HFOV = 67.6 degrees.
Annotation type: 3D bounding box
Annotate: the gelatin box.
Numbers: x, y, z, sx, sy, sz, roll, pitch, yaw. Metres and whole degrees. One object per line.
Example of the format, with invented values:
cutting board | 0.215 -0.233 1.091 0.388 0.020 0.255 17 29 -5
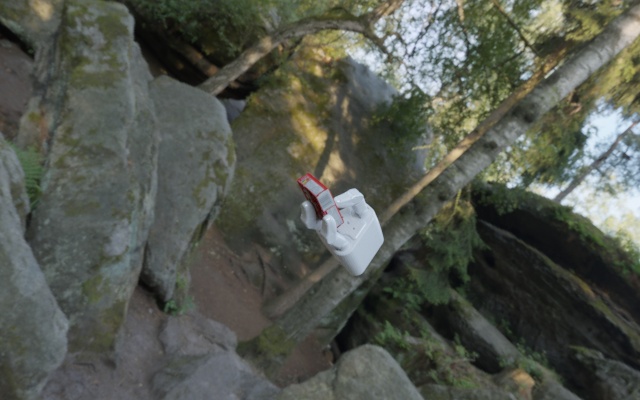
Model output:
gelatin box | 0.000 0.002 0.856 0.030 0.089 0.073 -35 39 -11
